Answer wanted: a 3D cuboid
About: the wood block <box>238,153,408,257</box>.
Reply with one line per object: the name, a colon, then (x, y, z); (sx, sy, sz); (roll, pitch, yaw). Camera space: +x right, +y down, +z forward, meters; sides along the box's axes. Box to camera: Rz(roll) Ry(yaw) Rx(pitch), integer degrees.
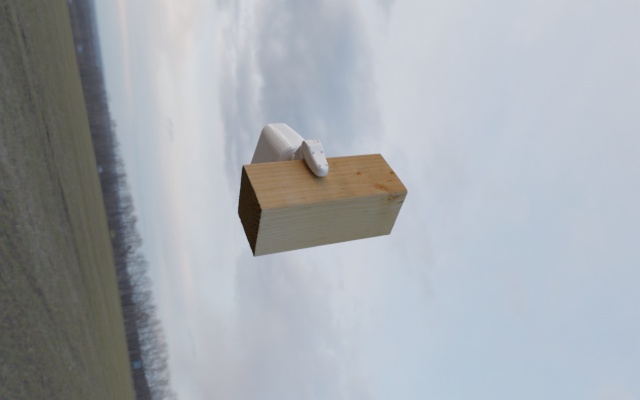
wood block: (0.000, 0.002, 0.657); (0.206, 0.091, 0.090); (-7, 45, -23)
